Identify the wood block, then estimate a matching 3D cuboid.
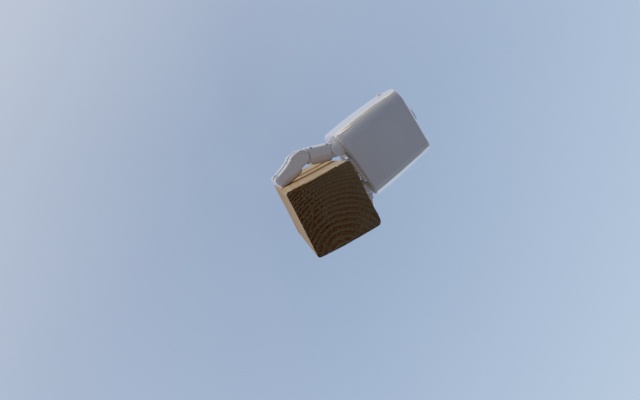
[{"bbox_3d":[0.001,0.002,0.667,0.090,0.091,0.206,-28,8,-6],"label":"wood block"}]
